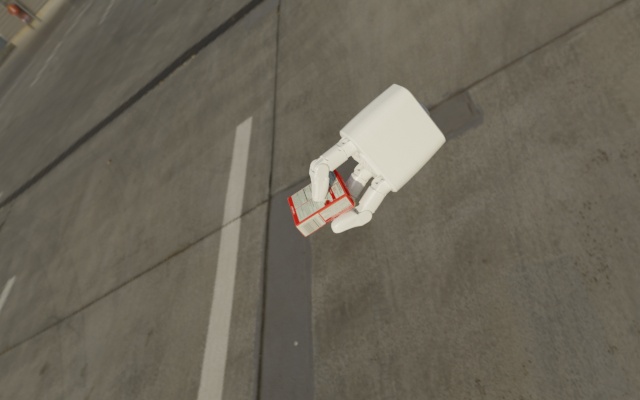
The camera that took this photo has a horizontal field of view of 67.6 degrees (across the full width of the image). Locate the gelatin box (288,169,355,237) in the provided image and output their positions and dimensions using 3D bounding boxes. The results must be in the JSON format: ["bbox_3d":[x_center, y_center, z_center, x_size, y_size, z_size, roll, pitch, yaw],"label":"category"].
[{"bbox_3d":[0.000,0.002,0.703,0.089,0.030,0.073,-32,36,7],"label":"gelatin box"}]
